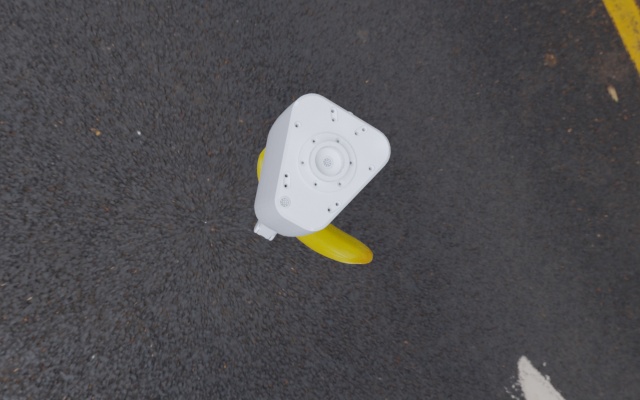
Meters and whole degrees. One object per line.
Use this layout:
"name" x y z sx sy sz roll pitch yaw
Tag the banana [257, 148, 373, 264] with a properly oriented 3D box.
"banana" -0.016 0.010 0.564 0.069 0.198 0.037 -37 4 -16
